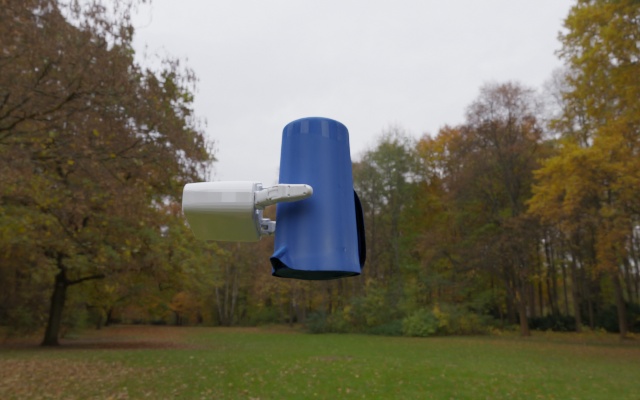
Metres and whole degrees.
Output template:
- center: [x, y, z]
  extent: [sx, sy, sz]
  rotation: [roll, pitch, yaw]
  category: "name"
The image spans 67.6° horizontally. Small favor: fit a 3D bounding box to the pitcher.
- center: [0.000, 0.002, 0.745]
  extent: [0.145, 0.242, 0.149]
  rotation: [-1, -14, 2]
  category: "pitcher"
